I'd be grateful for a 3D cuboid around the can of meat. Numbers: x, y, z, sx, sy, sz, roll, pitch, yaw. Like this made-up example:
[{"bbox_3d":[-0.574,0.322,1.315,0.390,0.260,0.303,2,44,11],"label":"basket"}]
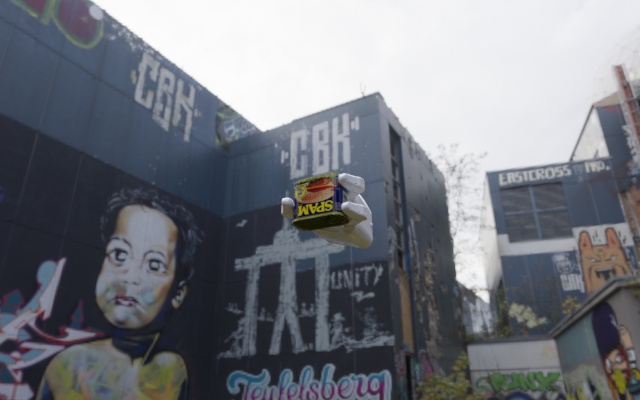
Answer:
[{"bbox_3d":[0.000,0.003,0.877,0.102,0.084,0.057,-11,-26,22],"label":"can of meat"}]
